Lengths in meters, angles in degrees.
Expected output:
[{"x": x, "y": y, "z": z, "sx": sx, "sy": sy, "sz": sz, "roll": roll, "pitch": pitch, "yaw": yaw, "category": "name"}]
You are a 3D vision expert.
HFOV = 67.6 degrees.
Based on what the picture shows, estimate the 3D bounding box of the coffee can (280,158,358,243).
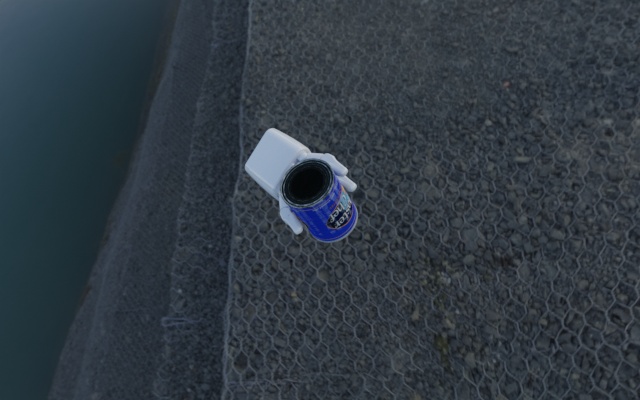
[{"x": 0.000, "y": 0.003, "z": 0.884, "sx": 0.103, "sy": 0.102, "sz": 0.140, "roll": 0, "pitch": -29, "yaw": 24, "category": "coffee can"}]
